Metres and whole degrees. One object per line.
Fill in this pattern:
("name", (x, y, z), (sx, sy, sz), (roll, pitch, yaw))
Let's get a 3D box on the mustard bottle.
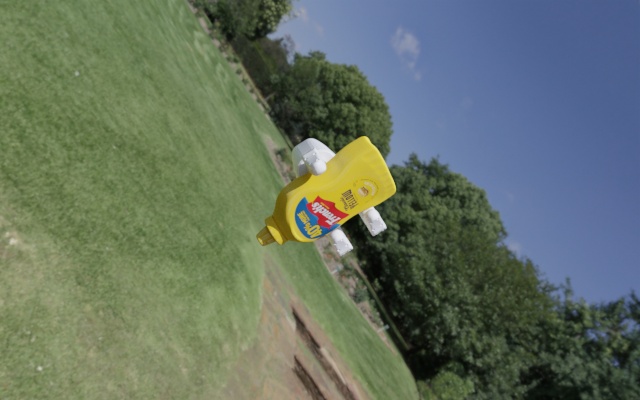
("mustard bottle", (0.000, 0.002, 0.628), (0.191, 0.058, 0.096), (-32, -45, 1))
